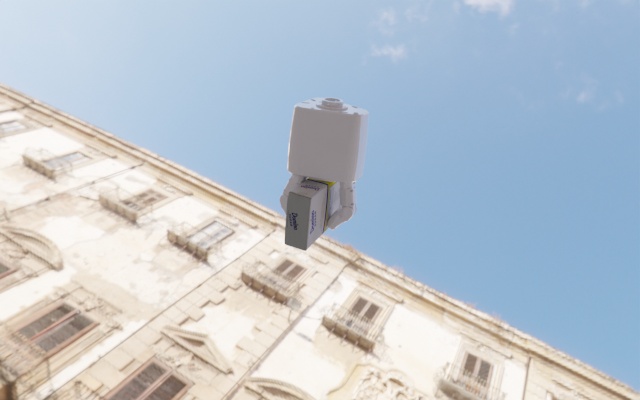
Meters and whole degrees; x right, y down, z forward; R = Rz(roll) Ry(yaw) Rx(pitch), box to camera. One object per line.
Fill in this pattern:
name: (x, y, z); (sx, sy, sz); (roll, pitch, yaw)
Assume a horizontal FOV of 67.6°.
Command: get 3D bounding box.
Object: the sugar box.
sugar box: (0.000, 0.002, 0.788); (0.048, 0.093, 0.176); (17, 26, 22)
